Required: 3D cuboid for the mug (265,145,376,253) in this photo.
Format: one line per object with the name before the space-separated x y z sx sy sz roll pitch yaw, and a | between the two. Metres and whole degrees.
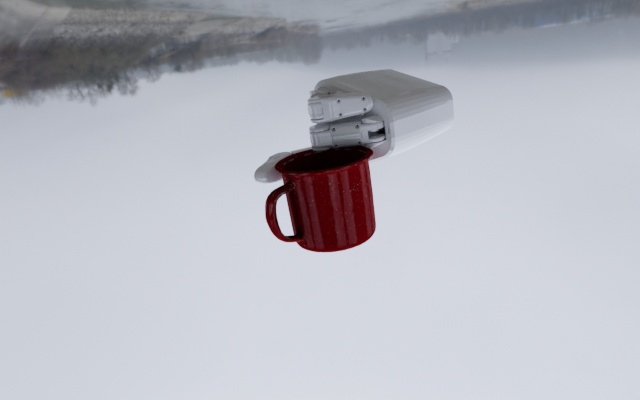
mug | -0.001 0.002 0.451 0.117 0.081 0.093 -24 23 -36
